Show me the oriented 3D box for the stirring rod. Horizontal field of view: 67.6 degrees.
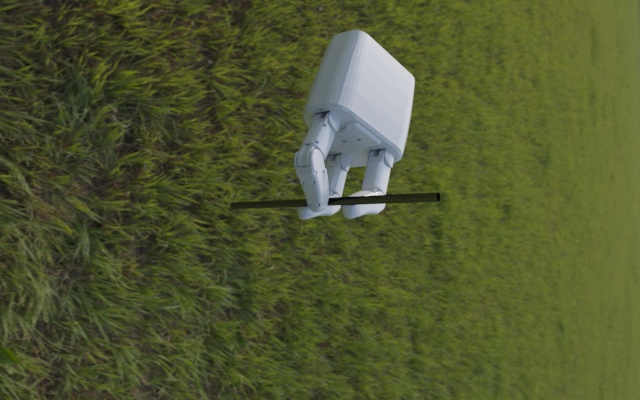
[{"bbox_3d":[0.000,0.001,0.467,0.239,0.011,0.011,-3,-2,35],"label":"stirring rod"}]
